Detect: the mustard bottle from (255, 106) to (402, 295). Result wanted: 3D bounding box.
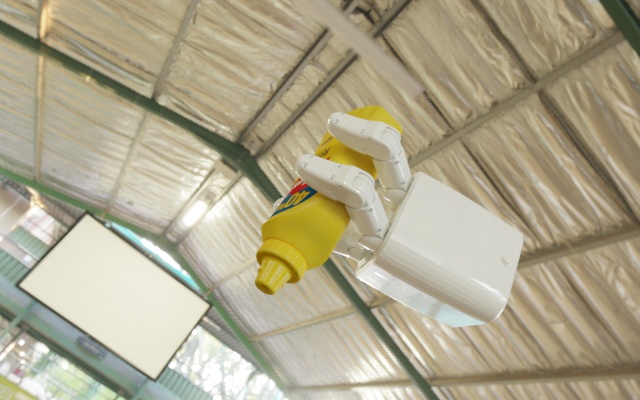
[{"bbox_3d":[0.000,0.001,0.416,0.058,0.191,0.096,44,-36,-16],"label":"mustard bottle"}]
